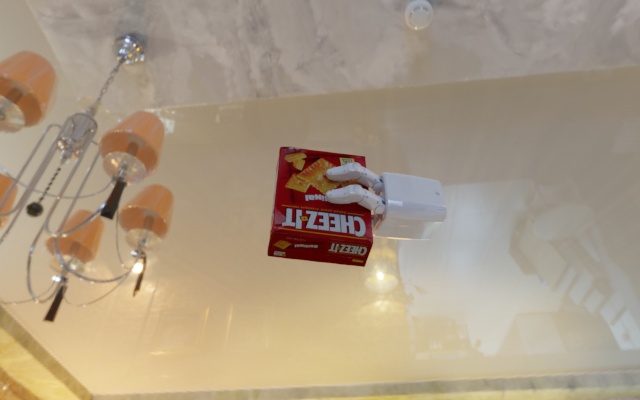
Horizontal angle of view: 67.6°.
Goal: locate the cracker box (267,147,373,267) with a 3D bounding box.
[{"bbox_3d":[0.000,0.003,0.829,0.164,0.213,0.072,7,-46,-7],"label":"cracker box"}]
